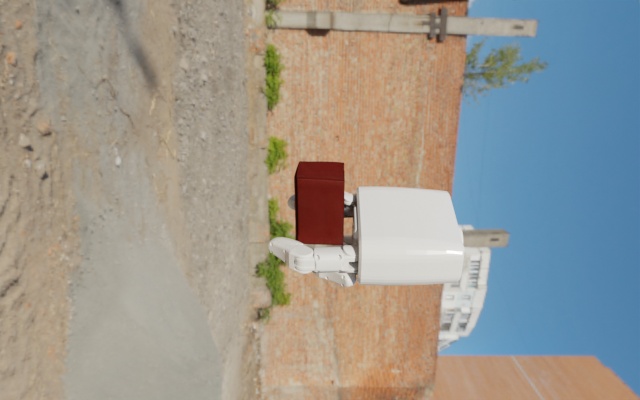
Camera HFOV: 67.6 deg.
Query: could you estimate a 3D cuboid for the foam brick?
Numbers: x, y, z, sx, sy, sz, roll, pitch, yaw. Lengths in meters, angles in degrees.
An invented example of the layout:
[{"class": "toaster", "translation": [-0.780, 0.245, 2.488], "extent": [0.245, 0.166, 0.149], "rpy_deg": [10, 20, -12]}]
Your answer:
[{"class": "foam brick", "translation": [0.000, 0.001, 0.512], "extent": [0.051, 0.078, 0.053], "rpy_deg": [1, 25, 3]}]
